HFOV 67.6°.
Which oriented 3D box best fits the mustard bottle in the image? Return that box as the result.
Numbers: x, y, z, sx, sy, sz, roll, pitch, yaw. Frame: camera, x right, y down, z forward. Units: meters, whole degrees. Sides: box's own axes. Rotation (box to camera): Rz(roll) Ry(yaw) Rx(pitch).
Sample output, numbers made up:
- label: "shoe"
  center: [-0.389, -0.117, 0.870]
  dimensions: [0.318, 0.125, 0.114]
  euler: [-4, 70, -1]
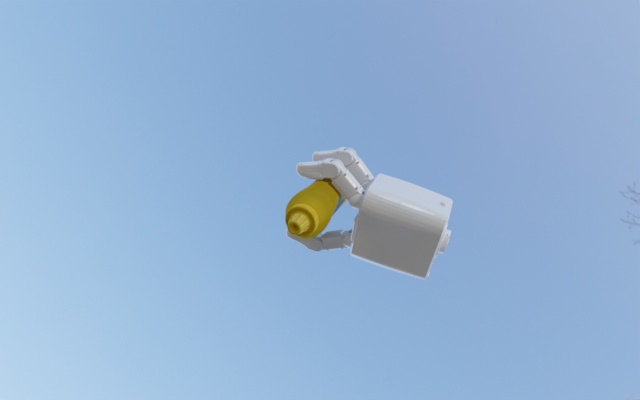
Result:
- label: "mustard bottle"
  center: [0.000, 0.002, 0.649]
  dimensions: [0.058, 0.096, 0.191]
  euler: [41, 28, 1]
